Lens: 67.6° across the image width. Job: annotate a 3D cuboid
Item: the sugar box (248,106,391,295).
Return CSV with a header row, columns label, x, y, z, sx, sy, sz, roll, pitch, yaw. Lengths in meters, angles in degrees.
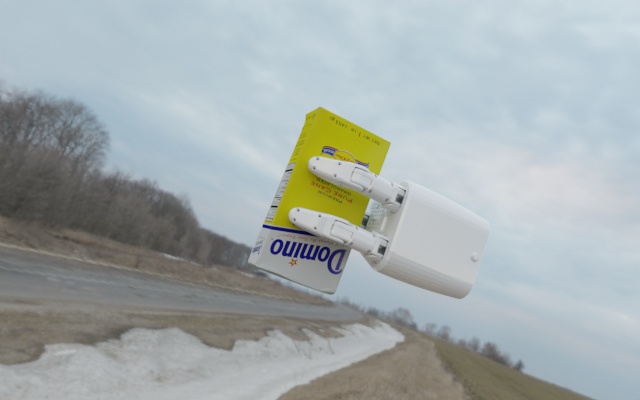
label,x,y,z,sx,sy,sz,roll,pitch,yaw
sugar box,0.000,0.002,0.504,0.093,0.176,0.048,23,-10,-18
